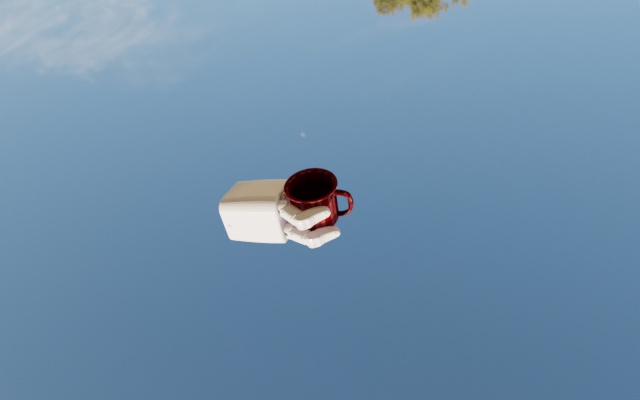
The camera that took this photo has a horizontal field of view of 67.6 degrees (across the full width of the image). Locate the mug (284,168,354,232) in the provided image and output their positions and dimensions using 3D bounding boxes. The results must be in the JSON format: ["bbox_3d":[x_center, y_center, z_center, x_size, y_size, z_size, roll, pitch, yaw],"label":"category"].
[{"bbox_3d":[0.002,0.003,0.835,0.117,0.082,0.093,1,42,13],"label":"mug"}]
